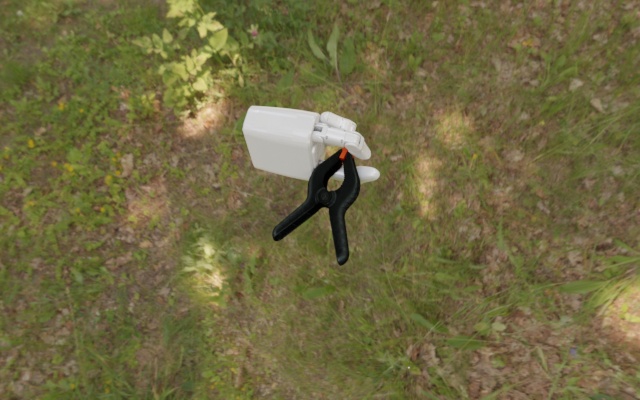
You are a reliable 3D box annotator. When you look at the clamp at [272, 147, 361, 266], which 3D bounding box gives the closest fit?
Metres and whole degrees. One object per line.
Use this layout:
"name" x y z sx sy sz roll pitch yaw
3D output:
"clamp" 0.000 0.002 0.700 0.120 0.171 0.039 11 -16 13
